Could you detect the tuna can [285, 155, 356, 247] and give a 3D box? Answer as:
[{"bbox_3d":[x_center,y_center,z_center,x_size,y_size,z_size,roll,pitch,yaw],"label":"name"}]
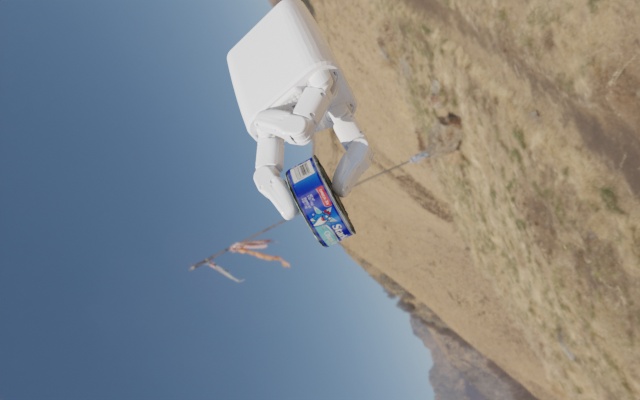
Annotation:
[{"bbox_3d":[0.000,0.002,0.461,0.034,0.086,0.086,-28,-3,5],"label":"tuna can"}]
